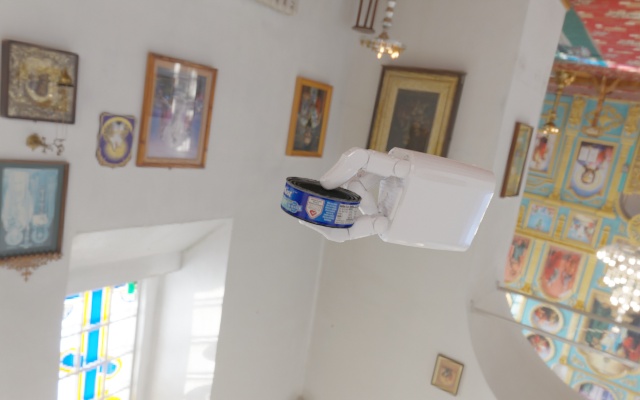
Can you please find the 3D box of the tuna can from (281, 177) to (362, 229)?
[{"bbox_3d":[0.000,0.002,0.526,0.086,0.034,0.086,15,11,-3],"label":"tuna can"}]
